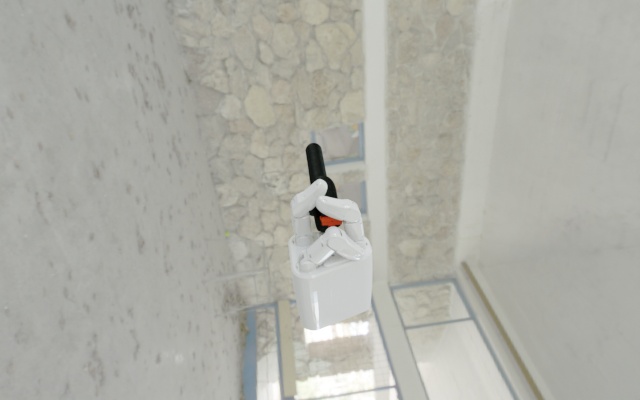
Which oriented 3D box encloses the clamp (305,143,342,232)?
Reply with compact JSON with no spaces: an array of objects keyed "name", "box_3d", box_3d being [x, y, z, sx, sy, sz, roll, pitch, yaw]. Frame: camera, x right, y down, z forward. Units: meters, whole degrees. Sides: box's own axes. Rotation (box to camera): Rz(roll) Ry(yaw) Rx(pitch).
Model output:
[{"name":"clamp","box_3d":[0.001,0.002,0.700,0.039,0.120,0.171,-7,33,-4]}]
